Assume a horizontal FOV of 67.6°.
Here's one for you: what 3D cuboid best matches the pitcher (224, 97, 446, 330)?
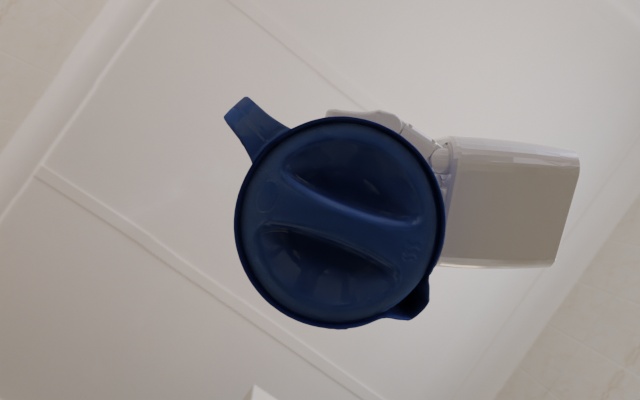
[{"bbox_3d":[0.000,0.001,0.409,0.145,0.149,0.243,1,3,-3],"label":"pitcher"}]
